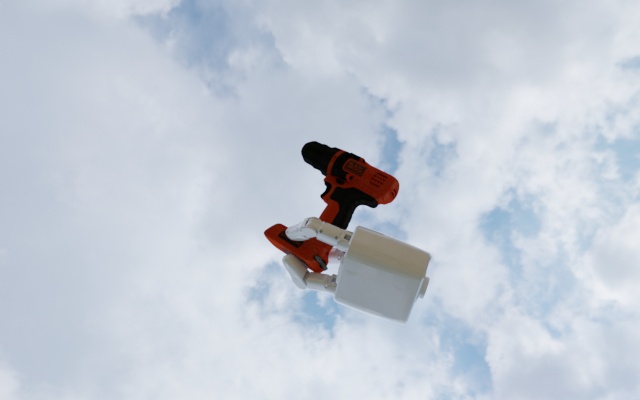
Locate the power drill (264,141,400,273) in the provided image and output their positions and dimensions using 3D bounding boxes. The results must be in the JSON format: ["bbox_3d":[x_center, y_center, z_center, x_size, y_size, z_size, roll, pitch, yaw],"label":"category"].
[{"bbox_3d":[0.000,0.003,0.730,0.184,0.187,0.057,29,-16,34],"label":"power drill"}]
